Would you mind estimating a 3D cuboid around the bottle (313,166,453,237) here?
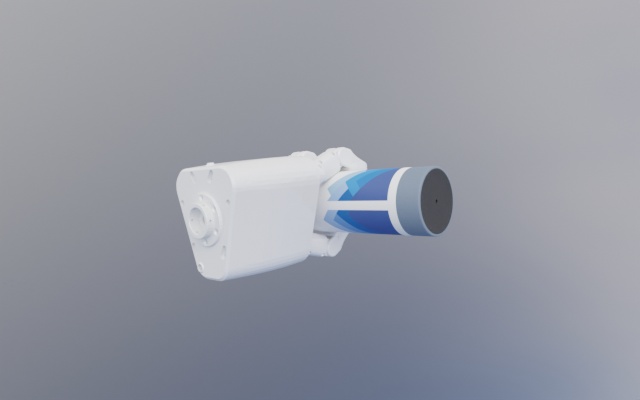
[{"bbox_3d":[0.000,0.002,0.544,0.295,0.069,0.069,-1,0,42],"label":"bottle"}]
